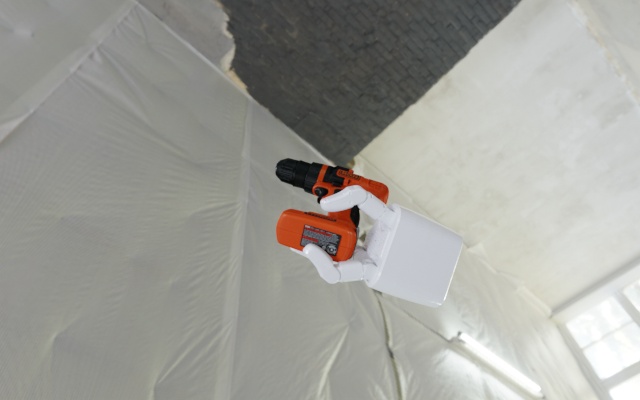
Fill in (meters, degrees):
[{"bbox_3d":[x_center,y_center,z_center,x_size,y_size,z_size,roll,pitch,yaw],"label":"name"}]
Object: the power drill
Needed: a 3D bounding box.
[{"bbox_3d":[0.000,0.003,0.690,0.184,0.057,0.187,15,31,8],"label":"power drill"}]
